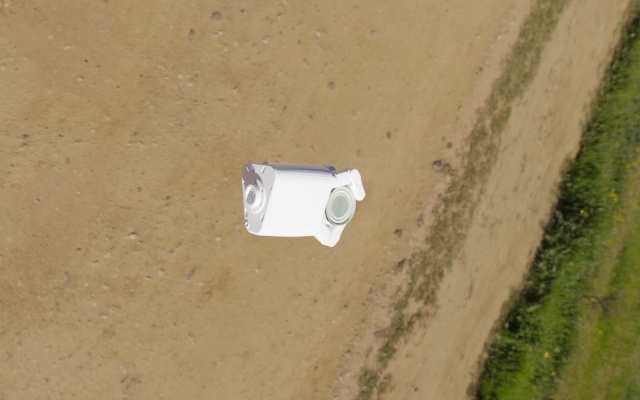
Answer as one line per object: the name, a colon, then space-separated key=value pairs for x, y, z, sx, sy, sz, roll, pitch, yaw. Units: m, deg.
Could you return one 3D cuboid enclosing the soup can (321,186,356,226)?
soup can: x=0.001 y=0.003 z=0.797 sx=0.068 sy=0.068 sz=0.102 roll=0 pitch=7 yaw=-41
